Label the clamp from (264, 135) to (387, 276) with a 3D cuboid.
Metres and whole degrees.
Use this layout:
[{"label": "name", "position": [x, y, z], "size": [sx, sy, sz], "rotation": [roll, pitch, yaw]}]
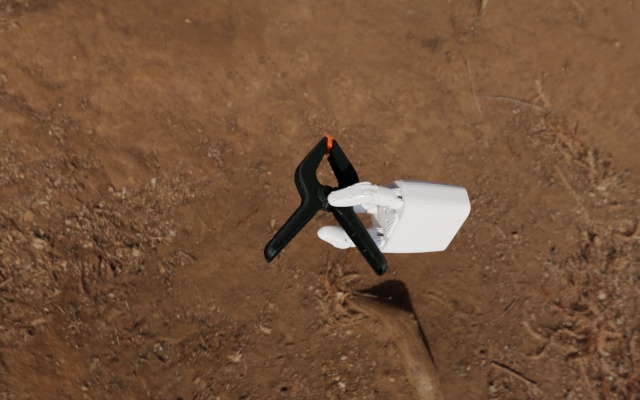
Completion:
[{"label": "clamp", "position": [0.001, 0.001, 0.653], "size": [0.164, 0.210, 0.036], "rotation": [3, -28, -19]}]
